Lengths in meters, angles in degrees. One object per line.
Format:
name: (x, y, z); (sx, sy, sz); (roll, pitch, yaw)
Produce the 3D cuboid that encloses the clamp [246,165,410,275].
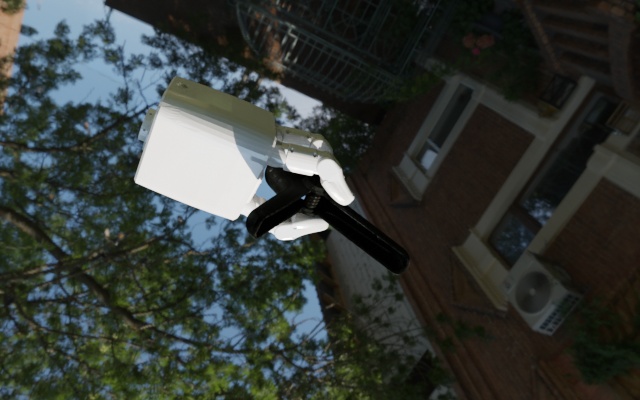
clamp: (-0.001, 0.002, 0.505); (0.164, 0.036, 0.210); (21, 21, -18)
